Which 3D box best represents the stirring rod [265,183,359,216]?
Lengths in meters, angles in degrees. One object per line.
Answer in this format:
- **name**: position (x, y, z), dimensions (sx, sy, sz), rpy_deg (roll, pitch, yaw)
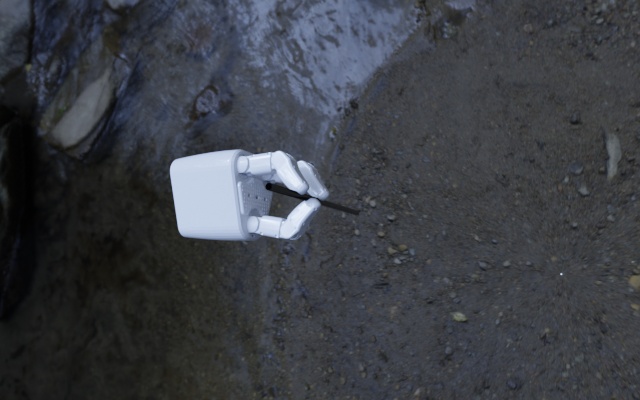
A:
- **stirring rod**: position (0.000, 0.002, 0.599), dimensions (0.011, 0.011, 0.239), rpy_deg (0, -8, 27)
